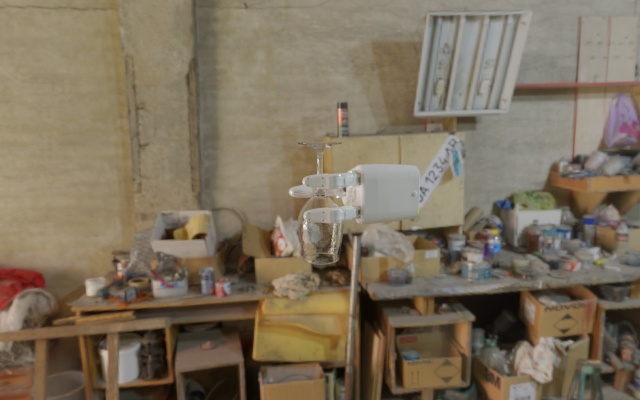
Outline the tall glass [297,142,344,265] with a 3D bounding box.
[{"bbox_3d":[0.000,0.002,0.802,0.079,0.201,0.079,0,9,0],"label":"tall glass"}]
